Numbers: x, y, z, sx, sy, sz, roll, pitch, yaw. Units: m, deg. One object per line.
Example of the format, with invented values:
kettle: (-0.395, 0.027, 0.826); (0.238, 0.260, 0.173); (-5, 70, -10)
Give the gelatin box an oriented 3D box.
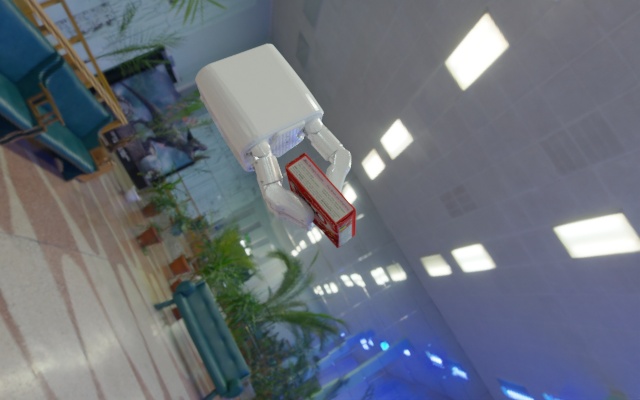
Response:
gelatin box: (0.001, 0.002, 0.520); (0.030, 0.089, 0.073); (-37, -21, -13)
